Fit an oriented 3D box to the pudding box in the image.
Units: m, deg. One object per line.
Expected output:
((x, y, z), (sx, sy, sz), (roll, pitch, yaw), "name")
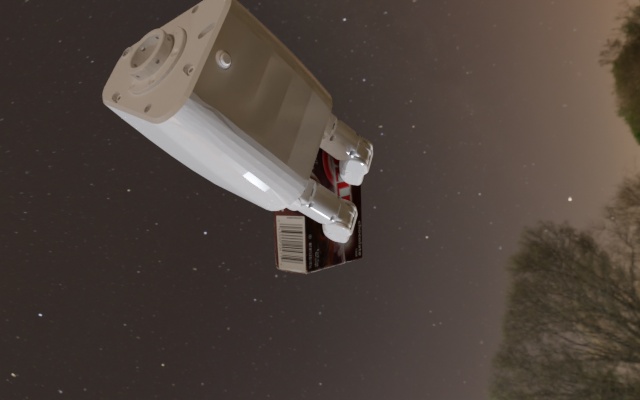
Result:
((0.000, 0.001, 0.421), (0.039, 0.113, 0.090), (3, 4, 36), "pudding box")
